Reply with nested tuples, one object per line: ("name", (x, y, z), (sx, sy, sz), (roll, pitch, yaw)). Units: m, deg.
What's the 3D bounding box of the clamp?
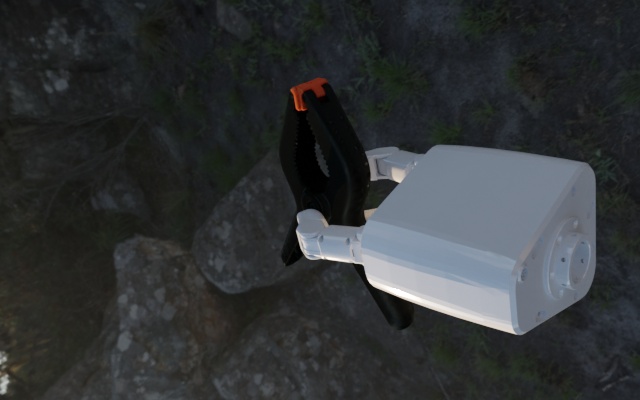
("clamp", (0.000, 0.001, 0.416), (0.036, 0.210, 0.164), (-30, 27, -34))
